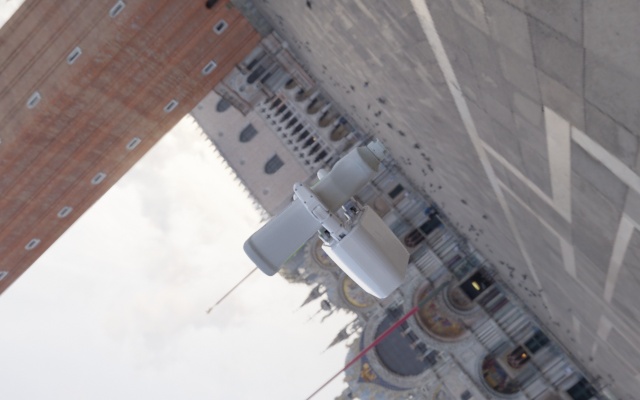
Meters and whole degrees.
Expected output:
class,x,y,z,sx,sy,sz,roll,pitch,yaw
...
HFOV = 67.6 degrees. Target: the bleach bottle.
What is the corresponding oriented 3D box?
class,x,y,z,sx,sy,sz,roll,pitch,yaw
bleach bottle,0.000,0.002,0.713,0.251,0.068,0.102,-42,4,8
